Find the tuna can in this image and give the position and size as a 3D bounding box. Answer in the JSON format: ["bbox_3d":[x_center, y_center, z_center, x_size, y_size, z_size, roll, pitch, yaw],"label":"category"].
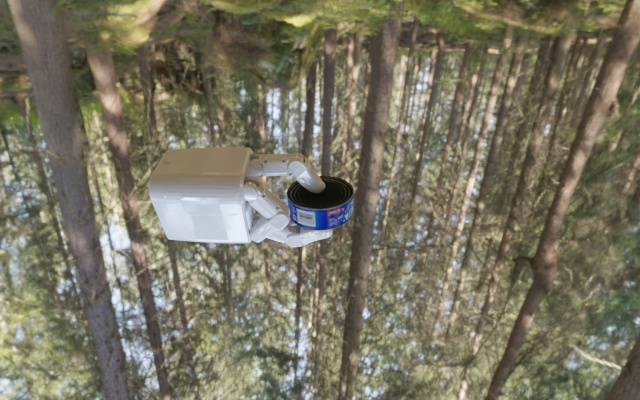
[{"bbox_3d":[0.000,0.003,0.616,0.086,0.034,0.086,-2,31,1],"label":"tuna can"}]
